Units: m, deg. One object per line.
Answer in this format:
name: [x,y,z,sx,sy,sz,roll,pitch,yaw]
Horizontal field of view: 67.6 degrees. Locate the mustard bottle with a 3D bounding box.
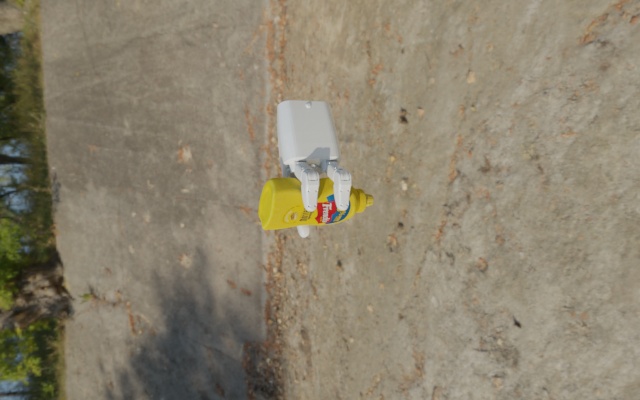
mustard bottle: [0.000,0.003,0.784,0.191,0.058,0.096,-3,-41,-24]
